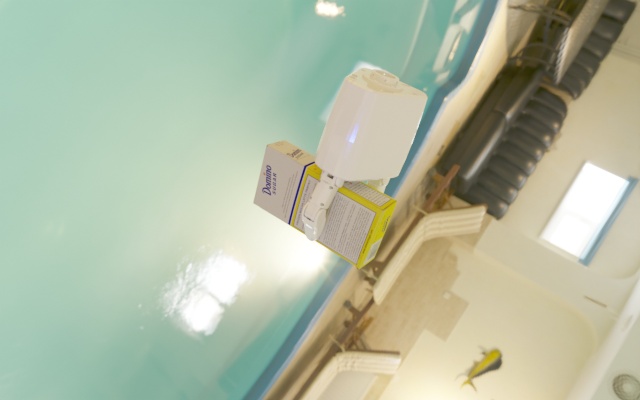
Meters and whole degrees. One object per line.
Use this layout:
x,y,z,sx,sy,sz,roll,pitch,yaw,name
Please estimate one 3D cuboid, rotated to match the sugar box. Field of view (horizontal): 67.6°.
0.001,0.002,0.608,0.176,0.093,0.048,32,32,23,sugar box
